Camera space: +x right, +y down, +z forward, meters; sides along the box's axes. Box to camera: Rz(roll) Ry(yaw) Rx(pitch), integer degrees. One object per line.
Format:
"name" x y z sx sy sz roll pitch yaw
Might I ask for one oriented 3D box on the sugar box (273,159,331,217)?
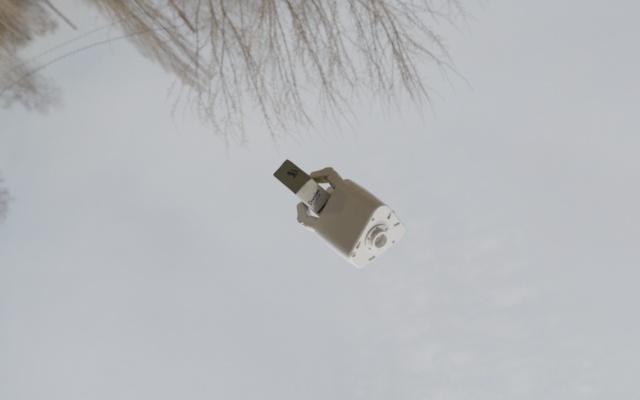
"sugar box" 0.001 0.003 0.863 0.176 0.048 0.093 45 -4 -39
